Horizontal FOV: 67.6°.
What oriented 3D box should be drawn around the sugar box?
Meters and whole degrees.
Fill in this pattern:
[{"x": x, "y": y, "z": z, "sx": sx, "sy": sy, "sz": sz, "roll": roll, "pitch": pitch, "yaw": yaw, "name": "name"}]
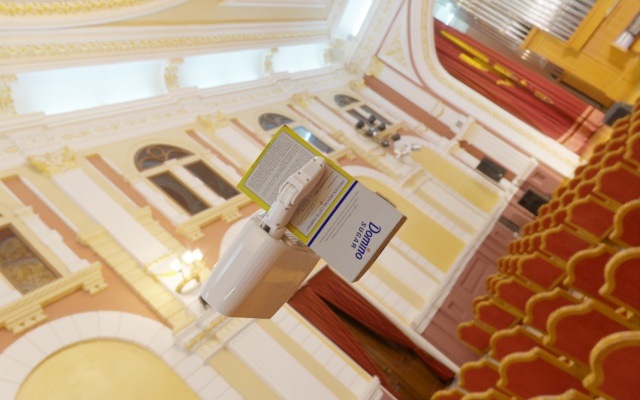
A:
[{"x": 0.000, "y": 0.002, "z": 0.540, "sx": 0.176, "sy": 0.093, "sz": 0.048, "roll": 39, "pitch": 6, "yaw": 15, "name": "sugar box"}]
